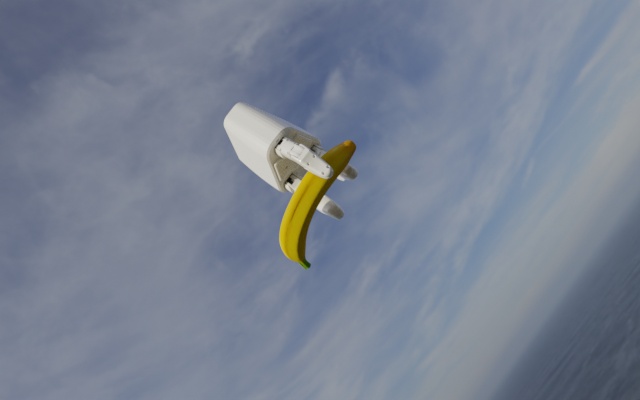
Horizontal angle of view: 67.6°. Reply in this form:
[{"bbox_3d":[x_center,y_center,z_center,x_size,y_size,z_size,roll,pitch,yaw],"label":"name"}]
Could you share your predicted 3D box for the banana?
[{"bbox_3d":[-0.013,0.005,0.653,0.037,0.198,0.069,33,19,34],"label":"banana"}]
